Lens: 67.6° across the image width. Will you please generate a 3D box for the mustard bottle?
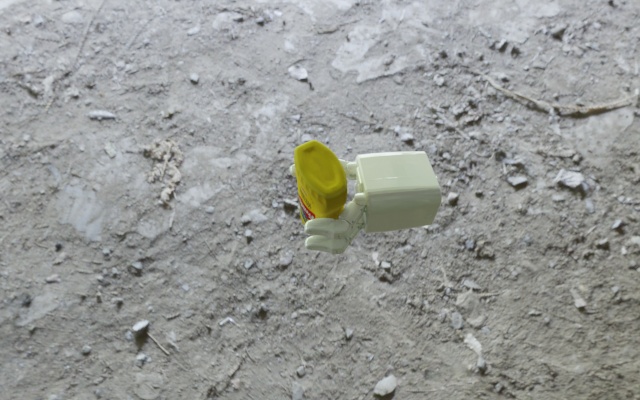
[{"bbox_3d":[0.000,0.002,0.704,0.058,0.096,0.192,-27,-26,-14],"label":"mustard bottle"}]
